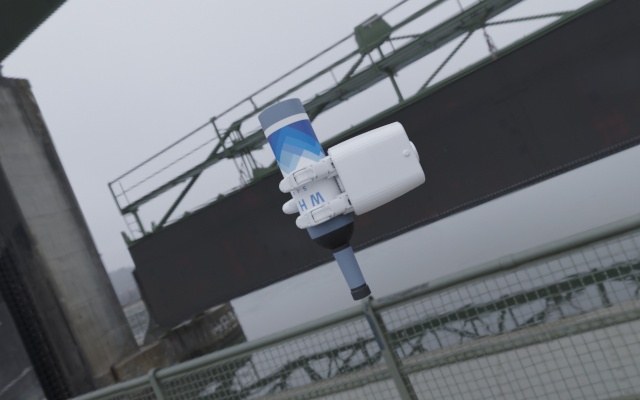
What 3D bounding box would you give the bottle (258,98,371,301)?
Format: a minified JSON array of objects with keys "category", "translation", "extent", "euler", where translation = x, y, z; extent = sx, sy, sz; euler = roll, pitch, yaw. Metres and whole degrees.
[{"category":"bottle","translation":[0.000,0.002,0.681],"extent":[0.069,0.295,0.069],"euler":[-24,-1,-1]}]
